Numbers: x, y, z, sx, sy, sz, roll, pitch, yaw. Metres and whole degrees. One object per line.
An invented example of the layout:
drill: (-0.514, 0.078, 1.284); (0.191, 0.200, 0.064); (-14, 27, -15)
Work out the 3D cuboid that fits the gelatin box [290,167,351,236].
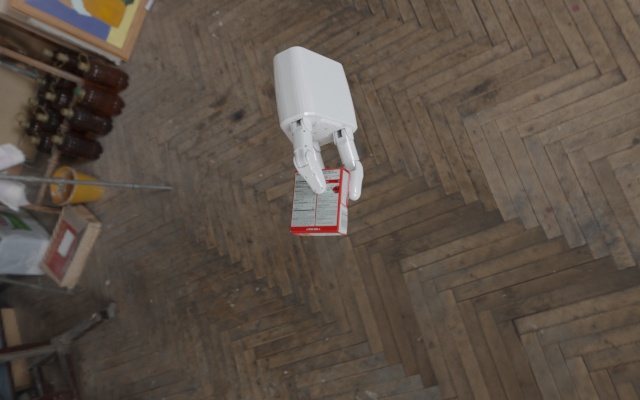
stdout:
gelatin box: (0.000, 0.002, 0.643); (0.073, 0.089, 0.030); (-3, -15, 27)
